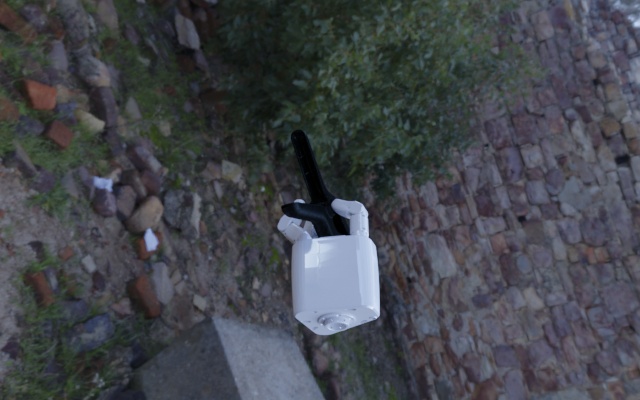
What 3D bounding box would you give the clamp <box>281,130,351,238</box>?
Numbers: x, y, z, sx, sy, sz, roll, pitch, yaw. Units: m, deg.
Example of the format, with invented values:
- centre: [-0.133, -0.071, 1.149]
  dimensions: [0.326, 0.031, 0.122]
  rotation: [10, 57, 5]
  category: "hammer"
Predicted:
- centre: [0.001, 0.003, 0.740]
  dimensions: [0.036, 0.164, 0.210]
  rotation: [-15, -39, 20]
  category: "clamp"
